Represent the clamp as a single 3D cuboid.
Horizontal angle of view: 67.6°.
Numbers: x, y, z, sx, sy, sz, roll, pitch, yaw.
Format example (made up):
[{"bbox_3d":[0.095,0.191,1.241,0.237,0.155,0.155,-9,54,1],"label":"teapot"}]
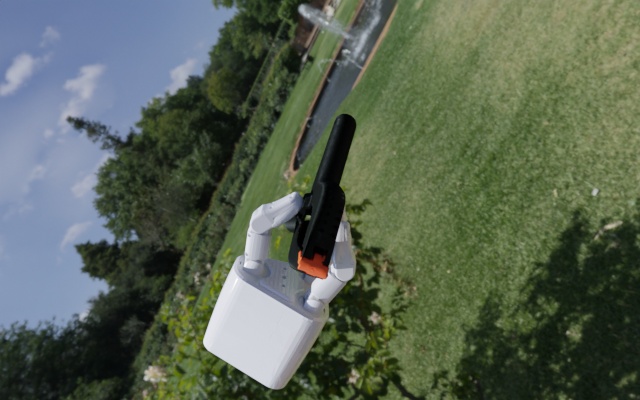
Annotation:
[{"bbox_3d":[-0.001,0.002,0.490,0.036,0.164,0.210,22,19,-10],"label":"clamp"}]
